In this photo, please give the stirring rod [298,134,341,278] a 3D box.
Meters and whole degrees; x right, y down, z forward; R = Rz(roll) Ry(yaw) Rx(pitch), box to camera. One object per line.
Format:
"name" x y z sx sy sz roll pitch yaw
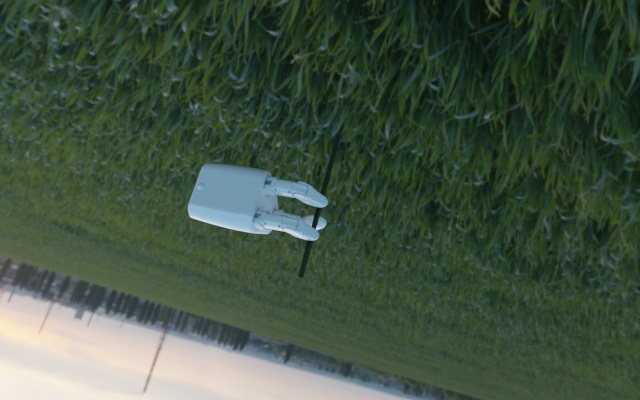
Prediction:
"stirring rod" 0.000 0.002 0.742 0.011 0.239 0.011 13 -19 5
